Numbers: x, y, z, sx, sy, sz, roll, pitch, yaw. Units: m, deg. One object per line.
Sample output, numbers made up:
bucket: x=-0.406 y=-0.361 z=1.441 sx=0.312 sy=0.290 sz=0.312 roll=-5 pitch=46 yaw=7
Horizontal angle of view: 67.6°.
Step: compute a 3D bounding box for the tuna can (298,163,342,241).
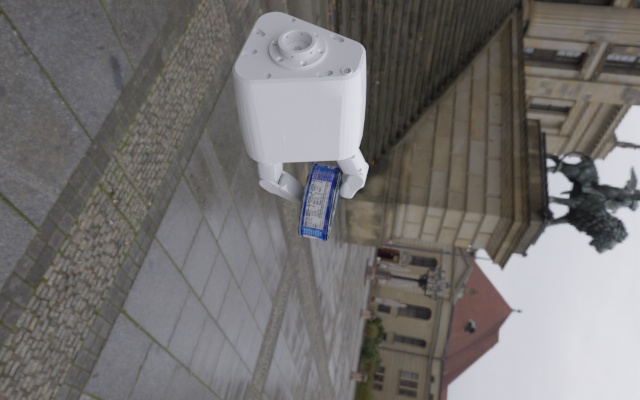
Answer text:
tuna can: x=0.001 y=0.002 z=0.541 sx=0.034 sy=0.086 sz=0.086 roll=11 pitch=1 yaw=4
